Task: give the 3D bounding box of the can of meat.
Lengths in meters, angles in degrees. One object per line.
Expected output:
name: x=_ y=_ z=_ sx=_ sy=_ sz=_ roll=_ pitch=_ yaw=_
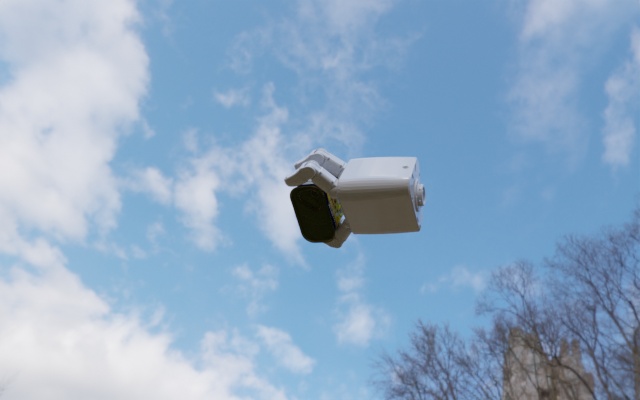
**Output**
can of meat: x=0.000 y=0.002 z=0.765 sx=0.057 sy=0.102 sz=0.084 roll=-4 pitch=29 yaw=23
